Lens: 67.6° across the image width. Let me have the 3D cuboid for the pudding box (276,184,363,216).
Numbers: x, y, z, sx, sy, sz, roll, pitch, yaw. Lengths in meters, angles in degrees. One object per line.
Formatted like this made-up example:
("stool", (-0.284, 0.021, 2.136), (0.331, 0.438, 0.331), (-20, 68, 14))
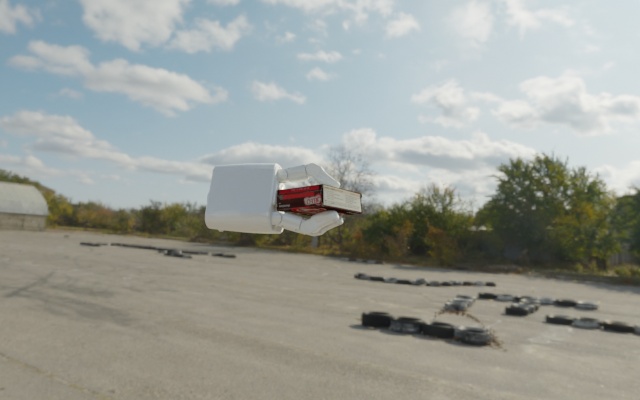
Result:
("pudding box", (0.000, 0.002, 0.752), (0.090, 0.039, 0.113), (-5, -8, 37))
